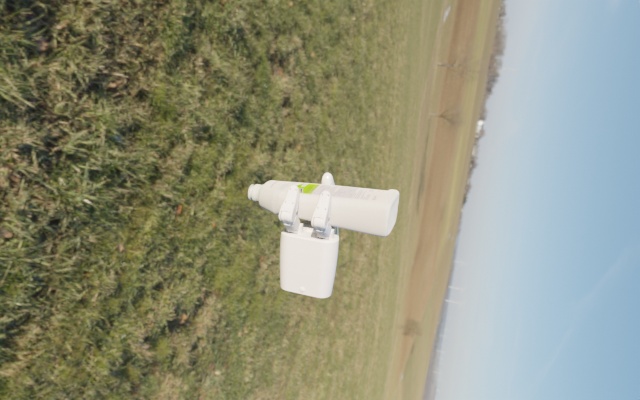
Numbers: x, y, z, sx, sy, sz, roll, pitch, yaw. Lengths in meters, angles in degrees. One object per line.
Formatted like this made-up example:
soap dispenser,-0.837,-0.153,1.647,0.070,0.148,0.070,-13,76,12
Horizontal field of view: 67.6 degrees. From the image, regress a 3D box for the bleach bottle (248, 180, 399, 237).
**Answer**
bleach bottle,0.000,0.003,0.812,0.251,0.068,0.102,9,17,16
